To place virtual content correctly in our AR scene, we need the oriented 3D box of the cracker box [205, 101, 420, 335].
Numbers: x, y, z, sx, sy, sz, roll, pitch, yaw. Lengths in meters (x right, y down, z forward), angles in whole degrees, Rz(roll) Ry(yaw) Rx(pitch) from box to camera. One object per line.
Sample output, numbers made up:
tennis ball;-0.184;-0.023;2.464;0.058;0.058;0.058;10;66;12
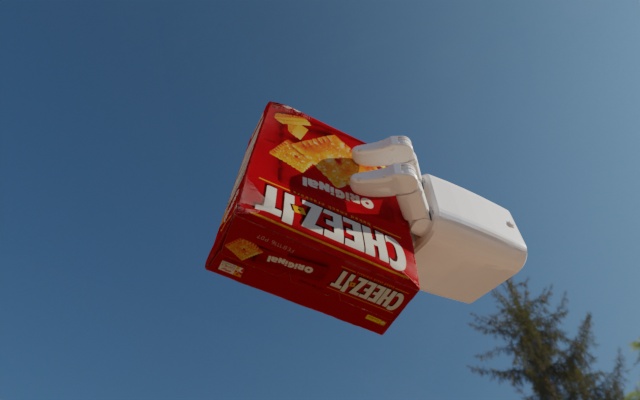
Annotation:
cracker box;0.000;0.002;0.460;0.164;0.072;0.213;23;32;-13
